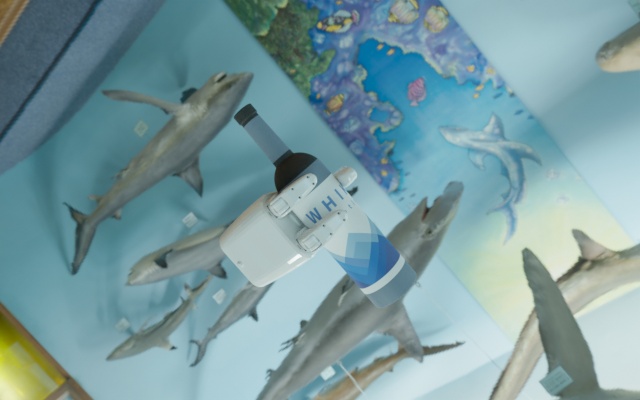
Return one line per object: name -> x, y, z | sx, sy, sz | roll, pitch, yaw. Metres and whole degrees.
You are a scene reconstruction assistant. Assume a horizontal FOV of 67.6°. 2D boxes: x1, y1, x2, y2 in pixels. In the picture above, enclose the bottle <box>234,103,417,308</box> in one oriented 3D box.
bottle -> 0.000, 0.002, 0.592 | 0.069, 0.296, 0.069 | -40, 5, 4
